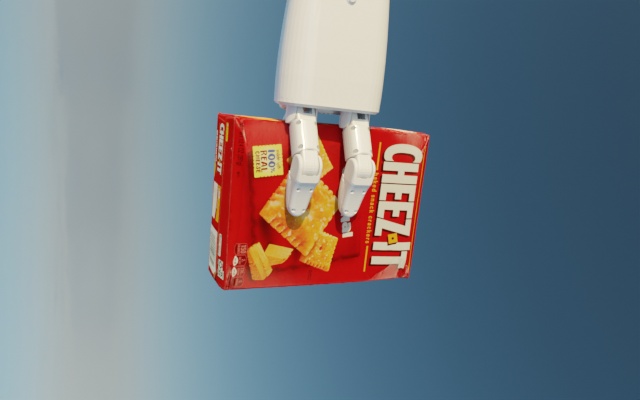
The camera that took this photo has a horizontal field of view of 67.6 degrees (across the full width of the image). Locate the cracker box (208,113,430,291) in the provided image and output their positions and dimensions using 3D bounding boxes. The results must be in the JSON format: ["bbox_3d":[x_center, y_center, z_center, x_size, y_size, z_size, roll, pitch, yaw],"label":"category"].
[{"bbox_3d":[0.000,0.002,0.494,0.214,0.164,0.072,1,12,-25],"label":"cracker box"}]
